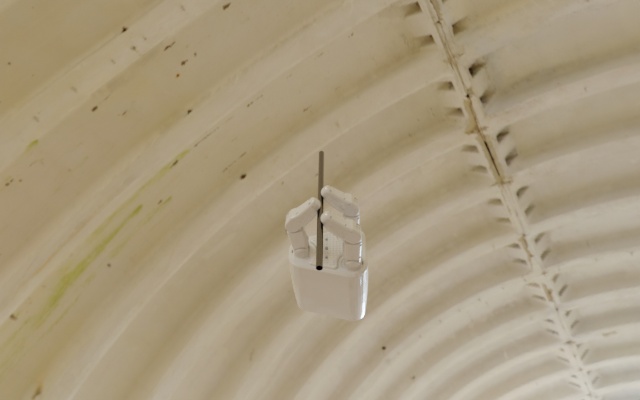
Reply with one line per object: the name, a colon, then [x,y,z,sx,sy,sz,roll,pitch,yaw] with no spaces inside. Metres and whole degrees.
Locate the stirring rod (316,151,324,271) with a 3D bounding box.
stirring rod: [0.000,0.002,0.636,0.011,0.011,0.239,0,38,1]
